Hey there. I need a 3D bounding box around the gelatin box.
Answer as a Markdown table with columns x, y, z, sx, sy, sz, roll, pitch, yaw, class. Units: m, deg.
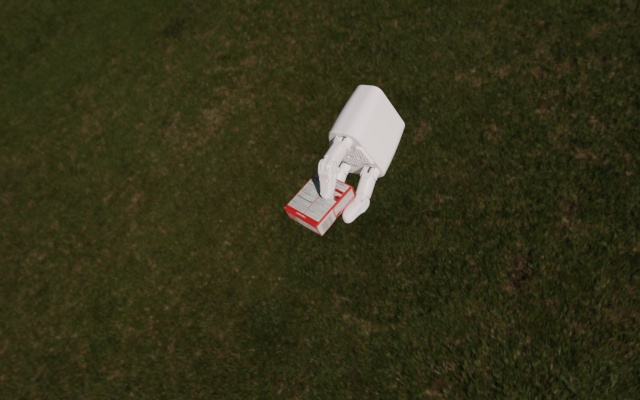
| x | y | z | sx | sy | sz | roll | pitch | yaw | class |
| --- | --- | --- | --- | --- | --- | --- | --- | --- | --- |
| 0.000 | 0.002 | 0.743 | 0.073 | 0.089 | 0.030 | 28 | -23 | 36 | gelatin box |
